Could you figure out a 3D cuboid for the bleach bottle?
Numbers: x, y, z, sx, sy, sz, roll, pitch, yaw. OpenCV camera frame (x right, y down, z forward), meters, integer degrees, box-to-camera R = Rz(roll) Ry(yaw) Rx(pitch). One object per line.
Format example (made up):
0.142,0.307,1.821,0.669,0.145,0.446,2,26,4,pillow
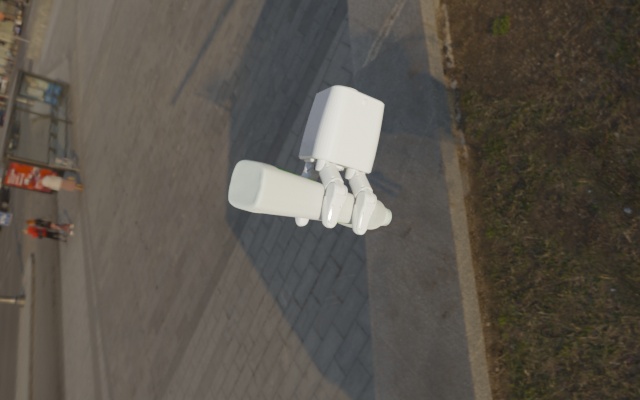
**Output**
0.000,0.002,0.702,0.251,0.068,0.102,13,0,-35,bleach bottle
